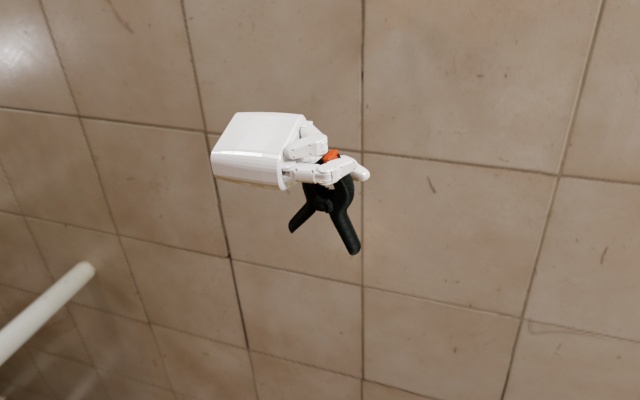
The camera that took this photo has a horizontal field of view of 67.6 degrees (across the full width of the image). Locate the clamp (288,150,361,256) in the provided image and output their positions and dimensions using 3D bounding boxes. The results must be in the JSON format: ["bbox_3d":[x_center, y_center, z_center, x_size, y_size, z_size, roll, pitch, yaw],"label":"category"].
[{"bbox_3d":[0.000,0.003,0.703,0.120,0.172,0.039,8,35,18],"label":"clamp"}]
